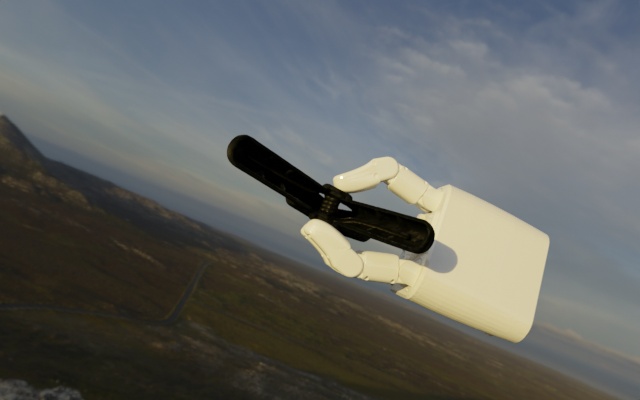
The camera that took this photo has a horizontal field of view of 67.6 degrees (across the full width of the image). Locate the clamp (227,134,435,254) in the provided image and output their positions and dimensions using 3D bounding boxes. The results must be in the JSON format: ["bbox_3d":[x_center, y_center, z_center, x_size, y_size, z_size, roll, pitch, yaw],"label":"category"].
[{"bbox_3d":[0.001,0.001,0.432,0.164,0.036,0.210,28,-6,-2],"label":"clamp"}]
